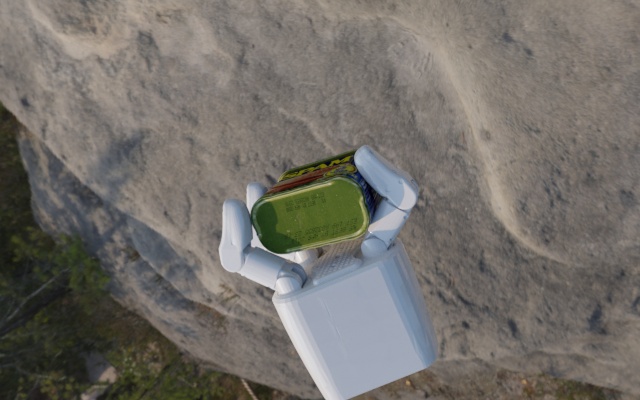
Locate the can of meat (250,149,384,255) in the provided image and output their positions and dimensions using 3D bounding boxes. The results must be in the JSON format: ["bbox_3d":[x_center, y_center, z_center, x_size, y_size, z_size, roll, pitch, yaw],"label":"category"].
[{"bbox_3d":[0.000,0.001,0.410,0.102,0.057,0.084,-15,14,19],"label":"can of meat"}]
